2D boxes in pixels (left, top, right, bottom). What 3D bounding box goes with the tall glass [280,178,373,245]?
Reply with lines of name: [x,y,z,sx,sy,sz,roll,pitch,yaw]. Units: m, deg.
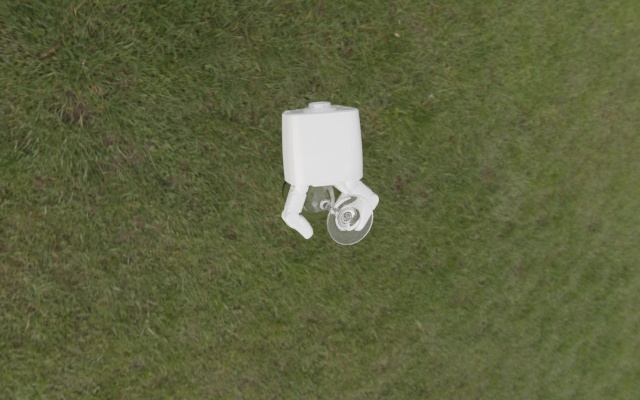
tall glass: [0.000,0.003,0.761,0.079,0.079,0.201,0,14,-26]
